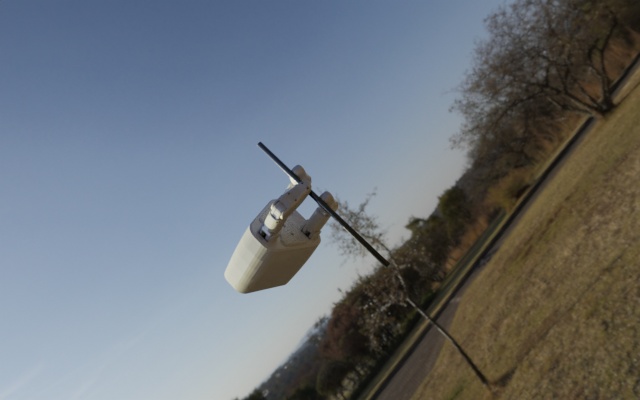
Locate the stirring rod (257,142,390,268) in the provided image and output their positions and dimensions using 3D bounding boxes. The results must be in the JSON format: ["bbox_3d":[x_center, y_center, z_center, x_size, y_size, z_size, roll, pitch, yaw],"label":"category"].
[{"bbox_3d":[0.000,0.002,0.629,0.239,0.011,0.011,43,13,14],"label":"stirring rod"}]
